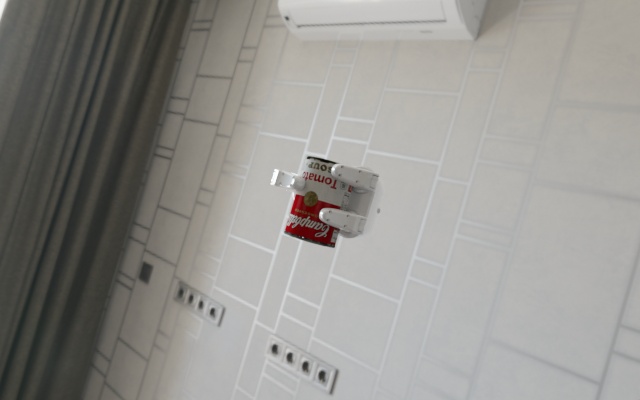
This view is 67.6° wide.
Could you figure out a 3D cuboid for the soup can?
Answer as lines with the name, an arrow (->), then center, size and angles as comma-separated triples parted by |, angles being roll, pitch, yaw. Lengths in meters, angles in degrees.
soup can -> 0.000, 0.002, 0.603 | 0.068, 0.102, 0.068 | 17, -1, 0
